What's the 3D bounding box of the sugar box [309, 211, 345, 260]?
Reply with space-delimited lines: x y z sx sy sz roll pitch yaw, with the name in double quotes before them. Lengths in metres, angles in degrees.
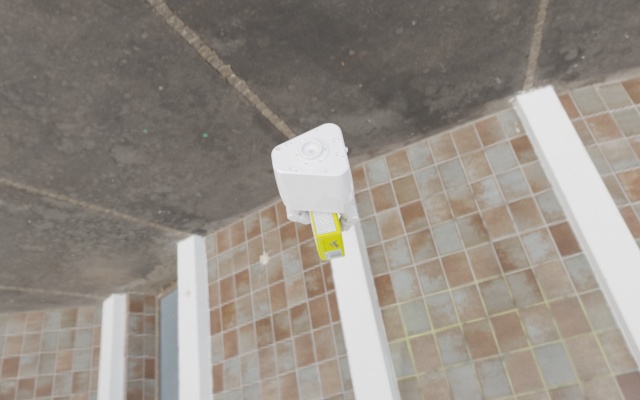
"sugar box" 0.001 0.003 0.798 0.048 0.176 0.093 -11 -29 0
